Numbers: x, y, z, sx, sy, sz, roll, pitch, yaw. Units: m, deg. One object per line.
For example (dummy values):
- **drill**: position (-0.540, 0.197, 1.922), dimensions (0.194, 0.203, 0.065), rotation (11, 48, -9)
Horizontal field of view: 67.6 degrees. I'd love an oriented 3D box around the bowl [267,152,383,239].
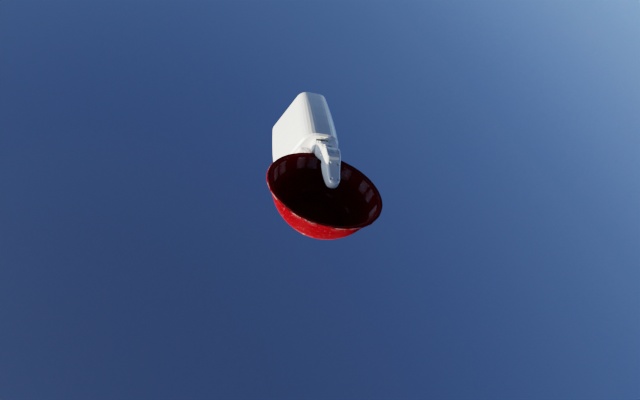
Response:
- **bowl**: position (0.000, 0.003, 0.653), dimensions (0.162, 0.055, 0.162), rotation (13, 36, -10)
